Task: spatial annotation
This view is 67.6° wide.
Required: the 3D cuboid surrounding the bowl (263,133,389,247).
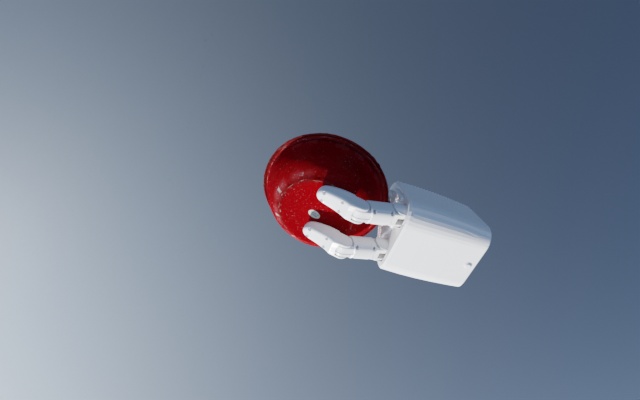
[{"bbox_3d":[-0.001,0.002,0.585,0.162,0.162,0.055,0,31,14],"label":"bowl"}]
